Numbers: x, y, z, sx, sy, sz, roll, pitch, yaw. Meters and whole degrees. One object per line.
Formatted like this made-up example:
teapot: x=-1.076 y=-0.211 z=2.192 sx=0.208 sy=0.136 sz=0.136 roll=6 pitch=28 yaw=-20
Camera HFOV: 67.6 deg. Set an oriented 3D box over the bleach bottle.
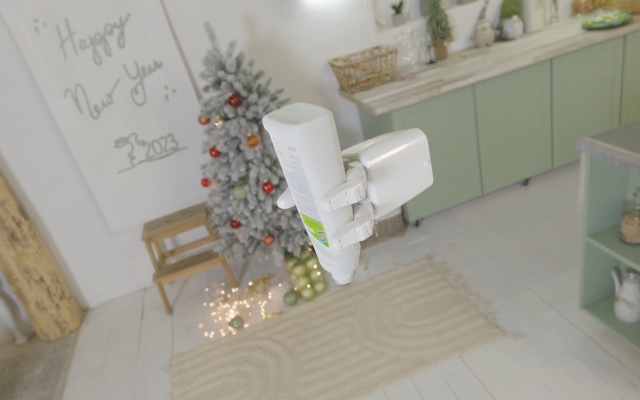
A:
bleach bottle: x=0.000 y=0.002 z=0.637 sx=0.068 sy=0.251 sz=0.102 roll=-27 pitch=29 yaw=-21
